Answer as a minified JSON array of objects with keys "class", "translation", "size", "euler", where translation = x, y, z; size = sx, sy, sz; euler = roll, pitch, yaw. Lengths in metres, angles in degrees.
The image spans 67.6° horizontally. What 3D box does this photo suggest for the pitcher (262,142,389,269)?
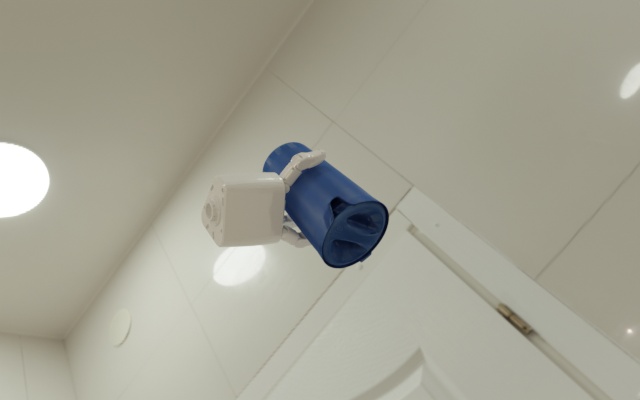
[{"class":"pitcher","translation":[0.000,0.003,0.845],"size":[0.145,0.149,0.242],"euler":[-3,34,-37]}]
